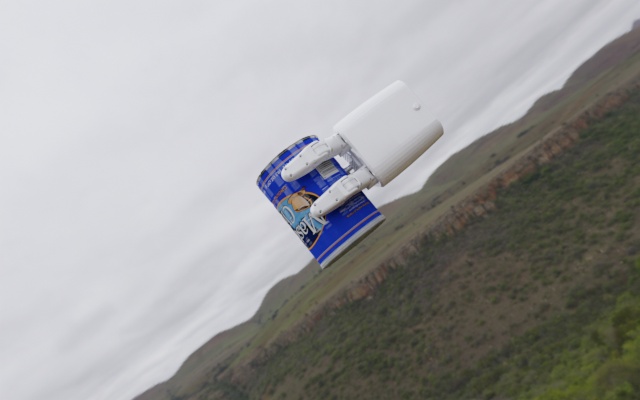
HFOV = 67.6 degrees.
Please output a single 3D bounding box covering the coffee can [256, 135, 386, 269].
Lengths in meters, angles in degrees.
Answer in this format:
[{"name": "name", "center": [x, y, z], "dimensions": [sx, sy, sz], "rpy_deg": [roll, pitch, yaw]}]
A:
[{"name": "coffee can", "center": [0.000, 0.002, 0.613], "dimensions": [0.103, 0.140, 0.103], "rpy_deg": [-38, -9, -7]}]
